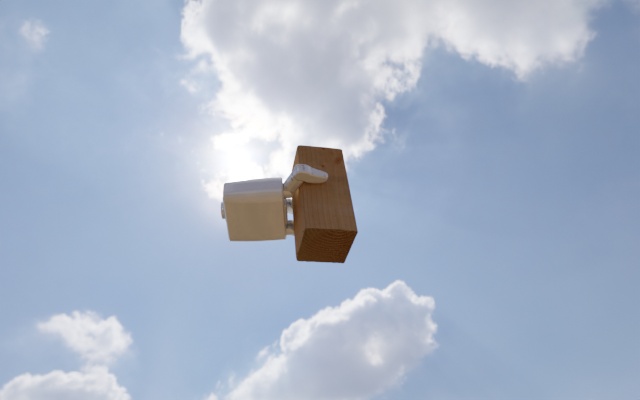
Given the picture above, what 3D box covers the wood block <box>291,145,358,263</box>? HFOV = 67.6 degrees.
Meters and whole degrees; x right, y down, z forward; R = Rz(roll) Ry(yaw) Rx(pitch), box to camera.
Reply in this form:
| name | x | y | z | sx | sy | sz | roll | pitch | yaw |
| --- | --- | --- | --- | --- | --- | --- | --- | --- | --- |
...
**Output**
| name | x | y | z | sx | sy | sz | roll | pitch | yaw |
| --- | --- | --- | --- | --- | --- | --- | --- | --- | --- |
| wood block | 0.000 | 0.002 | 0.865 | 0.090 | 0.206 | 0.091 | 4 | -44 | -13 |
